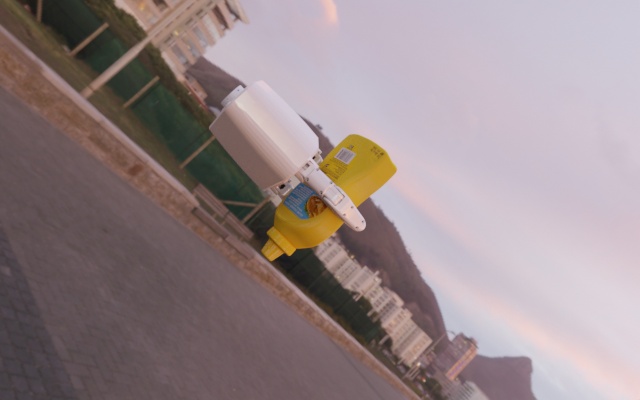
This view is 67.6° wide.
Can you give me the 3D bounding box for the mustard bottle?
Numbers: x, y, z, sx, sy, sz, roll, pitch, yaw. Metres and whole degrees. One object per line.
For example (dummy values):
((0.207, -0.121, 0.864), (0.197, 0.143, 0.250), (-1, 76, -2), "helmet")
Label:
((0.000, 0.002, 0.598), (0.058, 0.191, 0.096), (51, -8, -37), "mustard bottle")
